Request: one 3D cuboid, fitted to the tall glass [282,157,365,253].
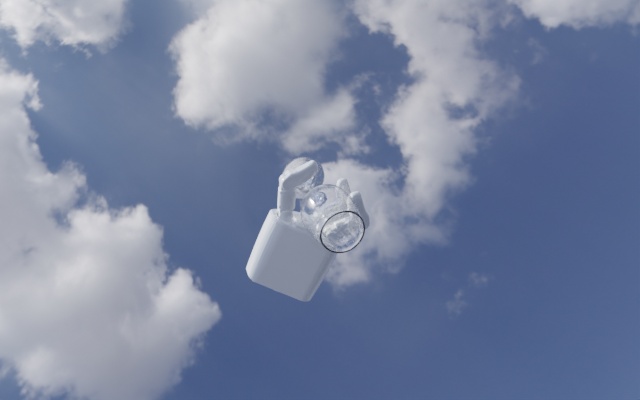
[{"bbox_3d":[0.000,0.002,0.702,0.079,0.079,0.201,0,23,-19],"label":"tall glass"}]
